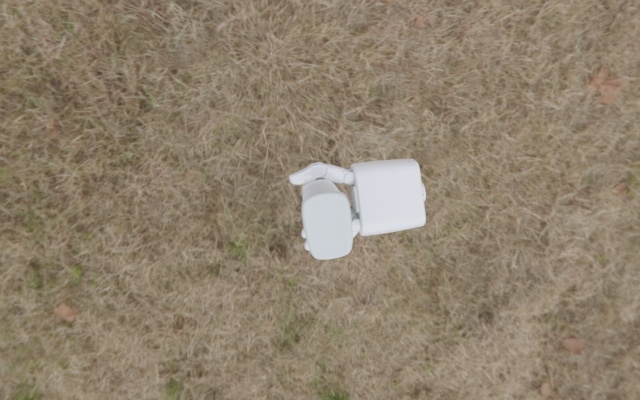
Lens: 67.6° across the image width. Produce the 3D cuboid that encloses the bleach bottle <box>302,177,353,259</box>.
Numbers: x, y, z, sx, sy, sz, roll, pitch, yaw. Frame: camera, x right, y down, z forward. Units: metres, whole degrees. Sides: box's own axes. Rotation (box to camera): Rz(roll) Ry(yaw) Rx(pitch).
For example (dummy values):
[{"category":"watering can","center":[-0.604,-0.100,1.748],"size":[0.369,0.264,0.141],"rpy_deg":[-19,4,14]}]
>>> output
[{"category":"bleach bottle","center":[0.000,0.003,0.776],"size":[0.068,0.102,0.250],"rpy_deg":[-9,18,-3]}]
